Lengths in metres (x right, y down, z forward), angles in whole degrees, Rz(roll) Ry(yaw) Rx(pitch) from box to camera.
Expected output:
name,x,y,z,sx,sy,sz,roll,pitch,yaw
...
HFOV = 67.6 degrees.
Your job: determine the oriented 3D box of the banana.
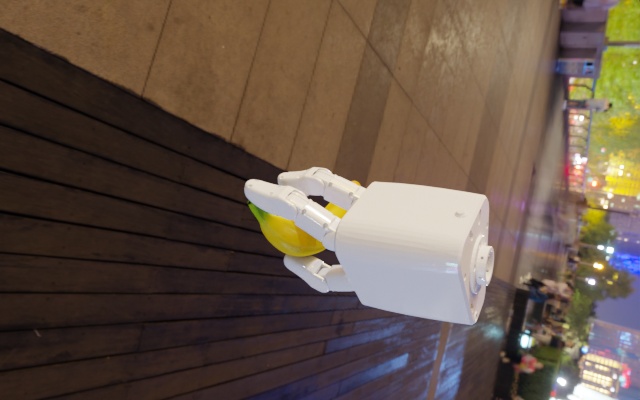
name,x,y,z,sx,sy,sz,roll,pitch,yaw
banana,-0.001,0.021,0.523,0.037,0.069,0.198,1,7,33
